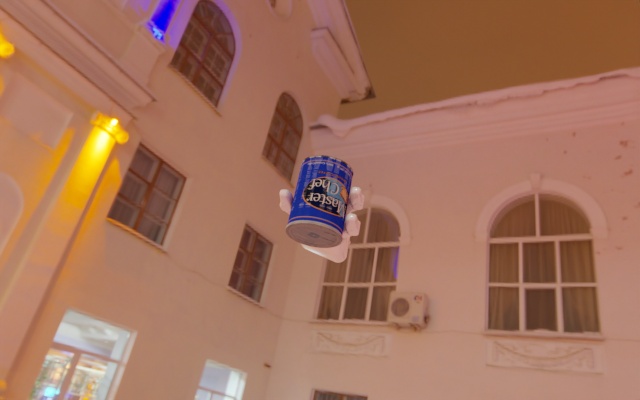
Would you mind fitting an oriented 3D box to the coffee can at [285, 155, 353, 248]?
[{"bbox_3d":[0.000,0.003,0.878,0.103,0.140,0.103,9,-27,5],"label":"coffee can"}]
